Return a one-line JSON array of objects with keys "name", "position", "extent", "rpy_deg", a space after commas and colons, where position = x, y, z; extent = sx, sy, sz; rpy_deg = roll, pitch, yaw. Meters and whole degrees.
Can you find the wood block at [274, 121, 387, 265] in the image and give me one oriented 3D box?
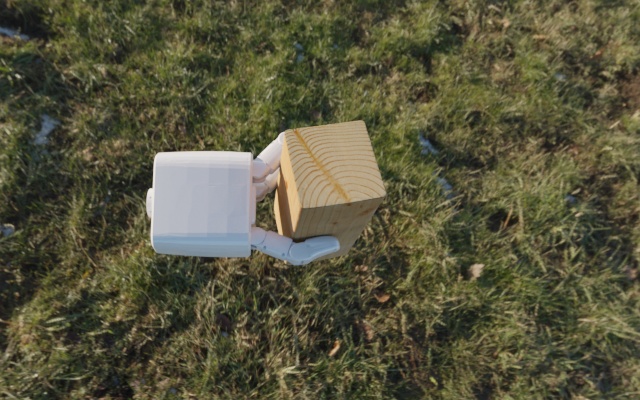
[{"name": "wood block", "position": [0.000, 0.002, 0.572], "extent": [0.090, 0.090, 0.206], "rpy_deg": [-9, -21, -12]}]
